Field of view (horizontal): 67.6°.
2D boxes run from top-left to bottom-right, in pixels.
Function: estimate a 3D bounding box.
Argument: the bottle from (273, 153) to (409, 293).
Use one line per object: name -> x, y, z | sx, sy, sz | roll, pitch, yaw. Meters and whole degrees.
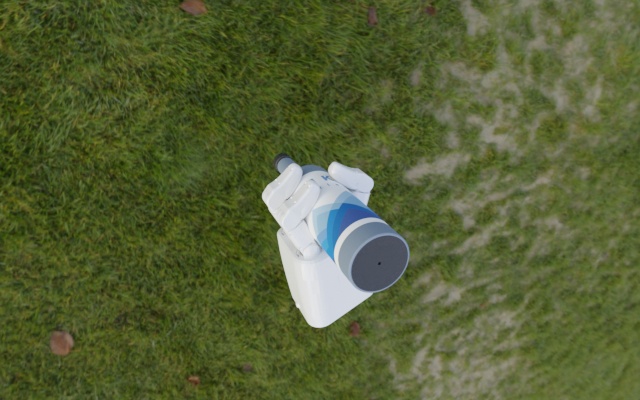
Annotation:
bottle -> 0.000, 0.002, 0.578 | 0.069, 0.069, 0.295 | 0, 24, -25
